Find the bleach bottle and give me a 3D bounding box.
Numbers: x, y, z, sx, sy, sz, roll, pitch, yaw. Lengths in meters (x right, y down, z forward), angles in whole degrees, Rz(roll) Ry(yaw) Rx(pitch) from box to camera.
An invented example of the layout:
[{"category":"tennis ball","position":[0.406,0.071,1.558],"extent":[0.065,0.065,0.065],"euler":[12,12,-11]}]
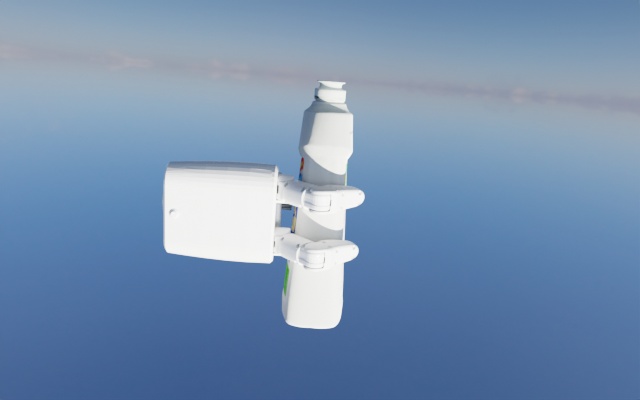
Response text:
[{"category":"bleach bottle","position":[0.000,0.002,0.509],"extent":[0.068,0.251,0.102],"euler":[4,14,-2]}]
